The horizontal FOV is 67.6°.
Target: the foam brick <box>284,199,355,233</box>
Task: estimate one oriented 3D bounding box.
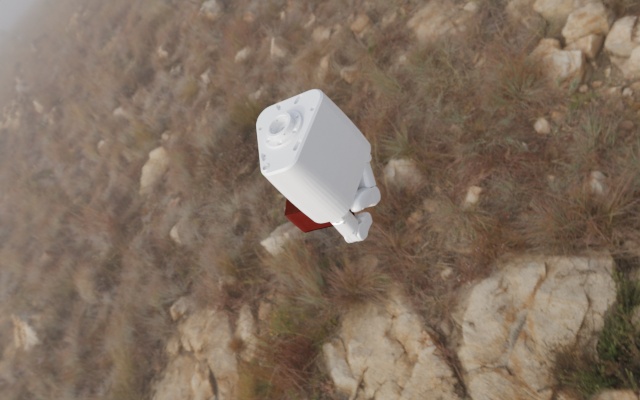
[{"bbox_3d":[0.000,0.002,0.618,0.078,0.053,0.051,-15,-37,30],"label":"foam brick"}]
